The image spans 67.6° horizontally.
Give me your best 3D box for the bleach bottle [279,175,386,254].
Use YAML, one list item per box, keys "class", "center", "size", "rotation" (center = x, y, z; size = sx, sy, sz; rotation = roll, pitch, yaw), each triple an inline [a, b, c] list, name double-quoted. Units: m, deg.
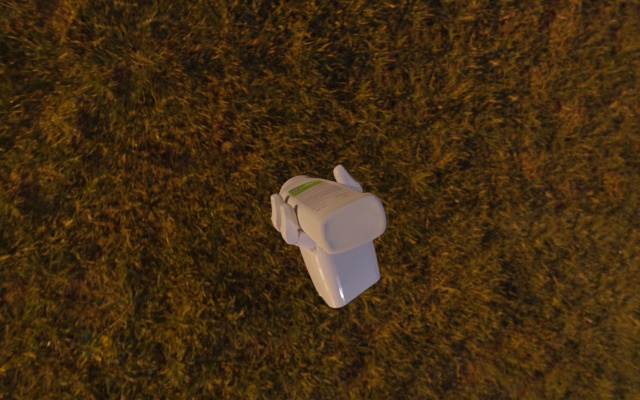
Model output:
- class: "bleach bottle"
  center: [0.000, 0.002, 0.748]
  size: [0.102, 0.068, 0.250]
  rotation: [-23, 22, -13]
